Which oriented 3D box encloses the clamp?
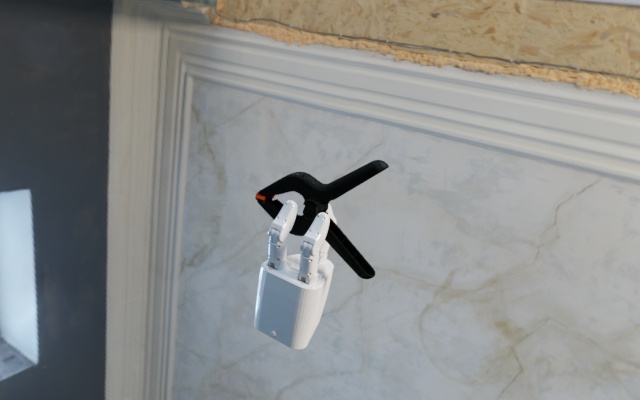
[{"bbox_3d":[0.000,0.002,0.682,0.210,0.164,0.036,20,17,27],"label":"clamp"}]
